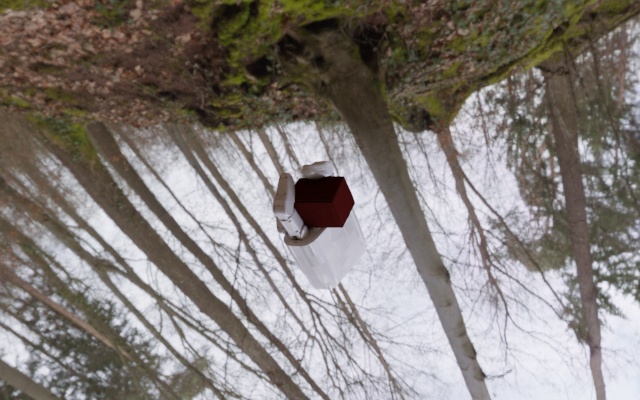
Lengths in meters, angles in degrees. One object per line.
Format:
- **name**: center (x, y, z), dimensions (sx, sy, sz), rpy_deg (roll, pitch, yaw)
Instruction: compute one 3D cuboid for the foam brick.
- **foam brick**: center (0.000, 0.002, 0.668), dimensions (0.078, 0.051, 0.053), rpy_deg (-1, 42, 32)
